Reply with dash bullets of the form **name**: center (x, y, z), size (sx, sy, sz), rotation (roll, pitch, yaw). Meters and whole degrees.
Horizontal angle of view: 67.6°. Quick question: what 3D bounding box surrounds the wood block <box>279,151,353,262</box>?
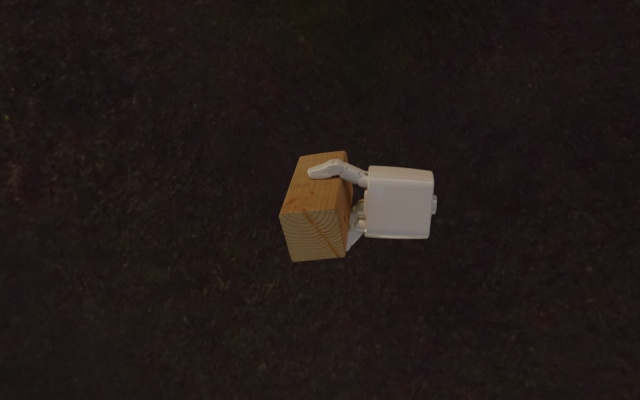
- **wood block**: center (0.000, 0.002, 0.814), size (0.090, 0.091, 0.206), rotation (-6, 29, 11)
